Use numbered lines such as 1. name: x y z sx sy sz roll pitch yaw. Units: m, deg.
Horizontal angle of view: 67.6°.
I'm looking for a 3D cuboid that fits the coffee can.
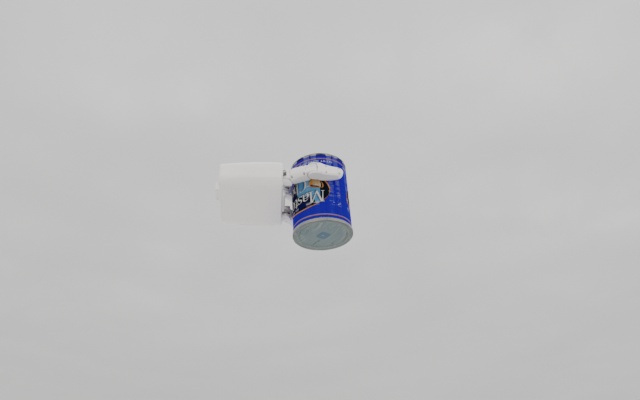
1. coffee can: 0.000 0.003 0.843 0.103 0.140 0.103 -3 -34 -2
